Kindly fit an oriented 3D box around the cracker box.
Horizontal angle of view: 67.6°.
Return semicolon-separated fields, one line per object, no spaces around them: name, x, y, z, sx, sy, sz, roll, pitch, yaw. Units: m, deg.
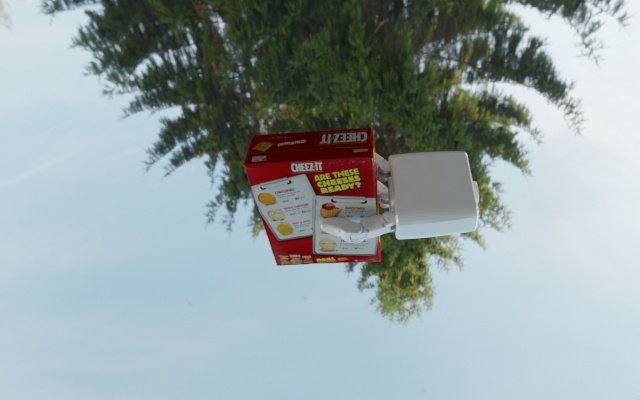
cracker box;0.000;0.002;0.678;0.164;0.072;0.214;-3;-44;8
